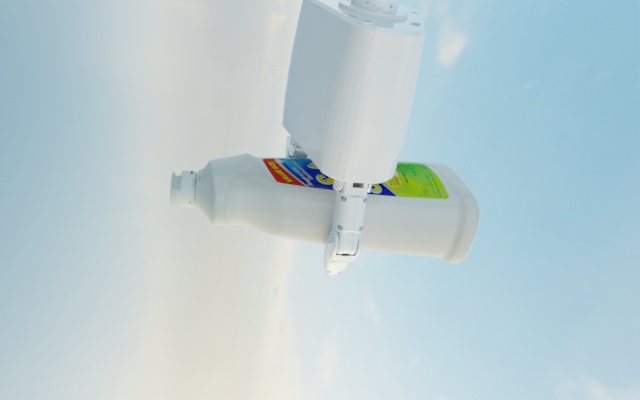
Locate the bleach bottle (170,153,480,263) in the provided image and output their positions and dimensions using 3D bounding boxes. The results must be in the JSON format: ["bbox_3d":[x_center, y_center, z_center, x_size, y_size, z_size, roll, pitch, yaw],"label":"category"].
[{"bbox_3d":[0.000,0.001,0.416,0.251,0.068,0.102,3,31,-11],"label":"bleach bottle"}]
